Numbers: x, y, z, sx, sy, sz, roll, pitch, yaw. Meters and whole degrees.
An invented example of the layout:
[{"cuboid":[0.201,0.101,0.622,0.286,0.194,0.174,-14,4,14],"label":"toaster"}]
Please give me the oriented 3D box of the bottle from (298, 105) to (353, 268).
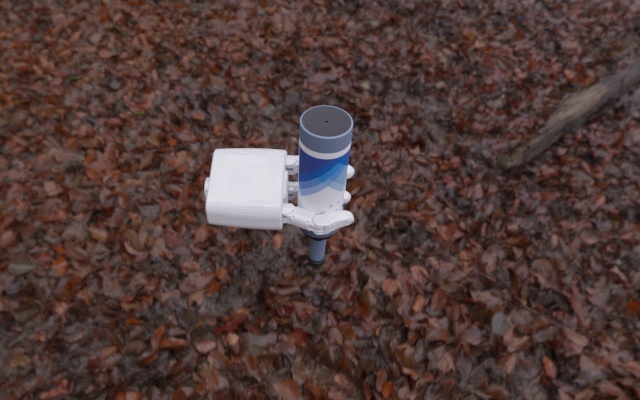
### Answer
[{"cuboid":[0.000,0.002,0.697,0.069,0.069,0.296,0,-43,-4],"label":"bottle"}]
